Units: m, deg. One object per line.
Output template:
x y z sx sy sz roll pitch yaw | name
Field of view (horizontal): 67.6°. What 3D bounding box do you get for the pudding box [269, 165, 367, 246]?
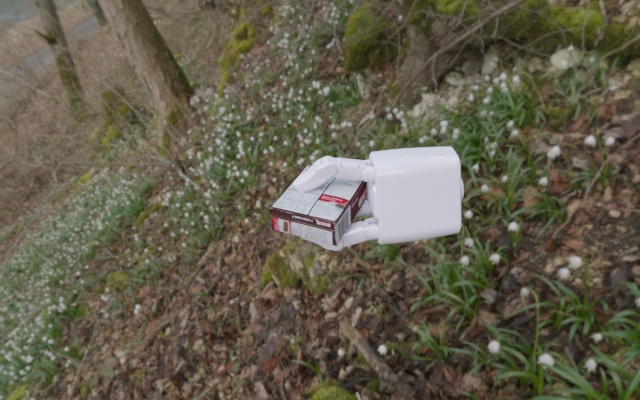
0.000 0.002 0.610 0.090 0.039 0.113 12 36 21 | pudding box
